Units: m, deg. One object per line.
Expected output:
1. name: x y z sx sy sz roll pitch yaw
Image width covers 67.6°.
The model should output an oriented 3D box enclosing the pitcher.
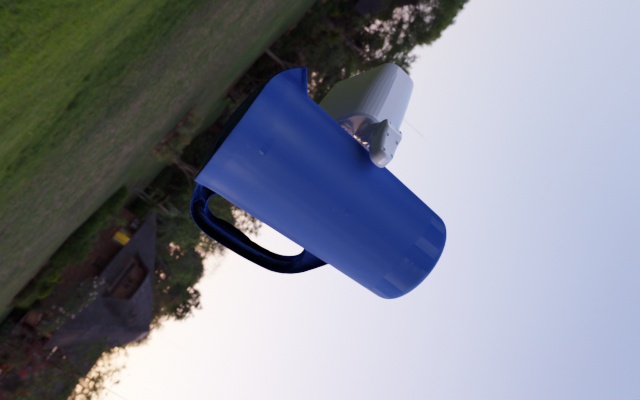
1. pitcher: 0.000 0.001 0.485 0.243 0.145 0.149 37 -36 -14
